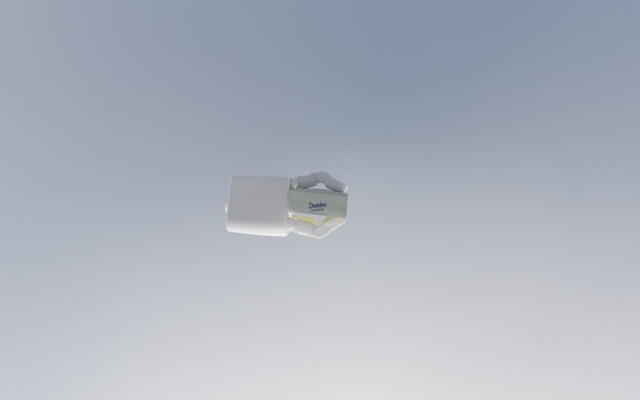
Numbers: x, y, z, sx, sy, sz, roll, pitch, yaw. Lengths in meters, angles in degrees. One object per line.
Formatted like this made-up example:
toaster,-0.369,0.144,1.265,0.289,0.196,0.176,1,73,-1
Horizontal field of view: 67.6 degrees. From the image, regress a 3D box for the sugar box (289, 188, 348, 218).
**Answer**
sugar box,0.000,0.003,0.835,0.093,0.048,0.176,6,4,3
